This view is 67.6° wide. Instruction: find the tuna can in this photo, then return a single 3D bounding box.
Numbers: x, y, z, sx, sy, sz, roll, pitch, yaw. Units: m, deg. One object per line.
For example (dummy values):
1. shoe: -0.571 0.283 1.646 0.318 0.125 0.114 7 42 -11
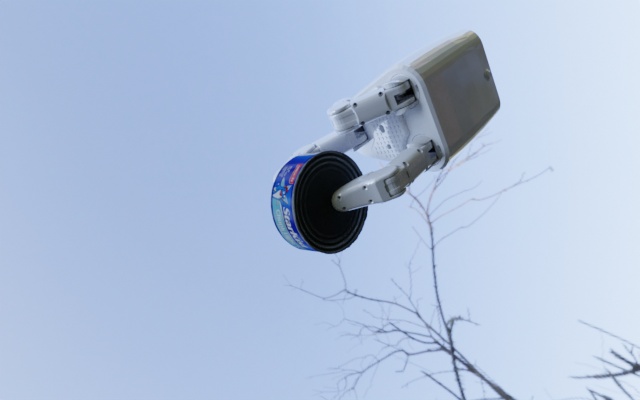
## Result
1. tuna can: 0.000 0.001 0.406 0.086 0.086 0.034 0 1 -42
